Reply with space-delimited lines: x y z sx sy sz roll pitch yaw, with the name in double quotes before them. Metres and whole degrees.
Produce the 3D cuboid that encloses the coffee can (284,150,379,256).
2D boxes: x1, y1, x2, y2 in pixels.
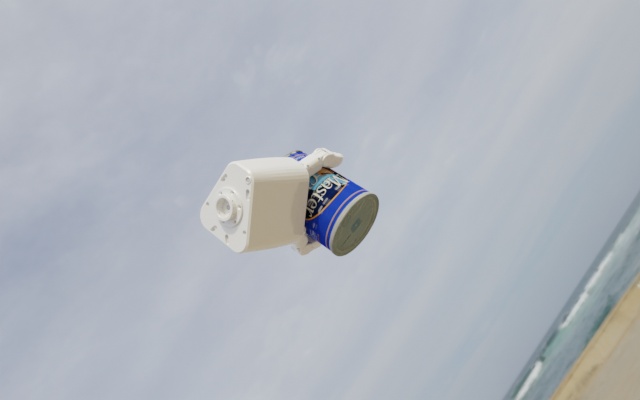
"coffee can" 0.000 0.002 0.704 0.140 0.103 0.103 33 17 29
